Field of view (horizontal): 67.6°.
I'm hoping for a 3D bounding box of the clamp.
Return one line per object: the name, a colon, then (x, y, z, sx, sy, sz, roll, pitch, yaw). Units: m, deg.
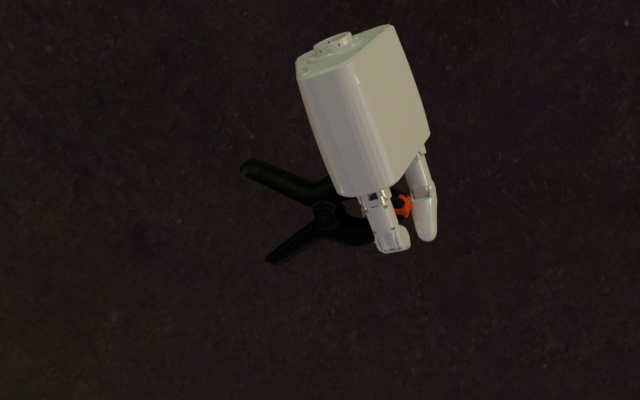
clamp: (0.000, 0.002, 0.473, 0.171, 0.120, 0.039, -13, 26, 21)
